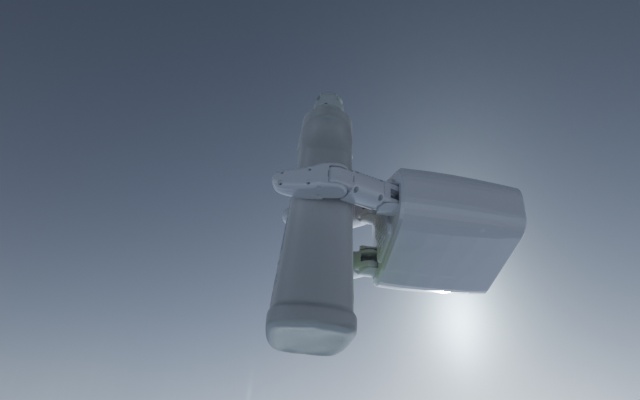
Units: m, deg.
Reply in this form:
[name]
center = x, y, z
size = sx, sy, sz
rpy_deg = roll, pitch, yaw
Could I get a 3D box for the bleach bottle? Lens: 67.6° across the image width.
[bleach bottle]
center = 0.000, 0.001, 0.428
size = 0.068, 0.250, 0.103
rpy_deg = 7, -29, -3
